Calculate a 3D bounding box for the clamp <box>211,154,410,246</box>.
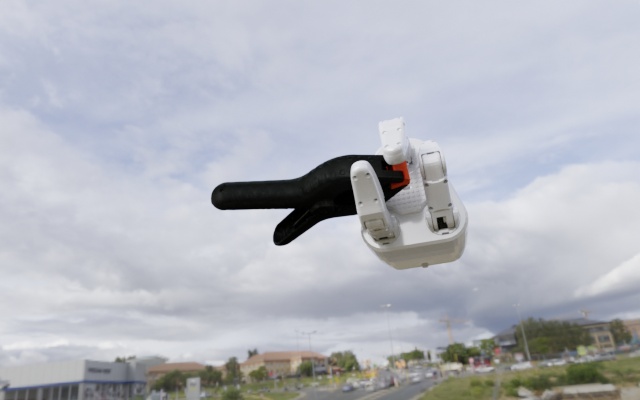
[{"bbox_3d":[0.000,0.001,0.444,0.171,0.039,0.120,-11,-23,13],"label":"clamp"}]
